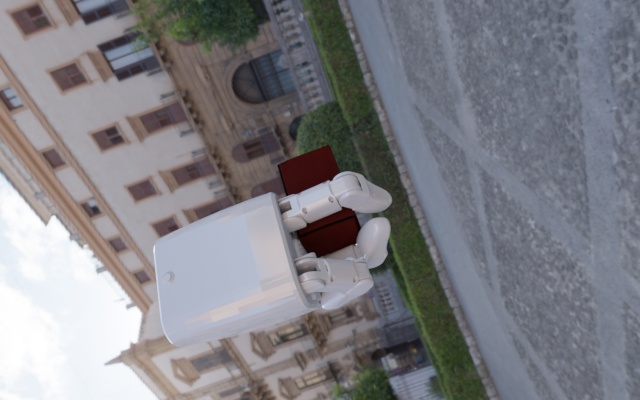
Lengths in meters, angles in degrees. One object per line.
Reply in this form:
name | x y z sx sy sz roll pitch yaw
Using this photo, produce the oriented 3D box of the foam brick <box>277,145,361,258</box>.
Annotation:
foam brick | 0.000 0.001 0.422 0.051 0.078 0.053 -21 -32 3
